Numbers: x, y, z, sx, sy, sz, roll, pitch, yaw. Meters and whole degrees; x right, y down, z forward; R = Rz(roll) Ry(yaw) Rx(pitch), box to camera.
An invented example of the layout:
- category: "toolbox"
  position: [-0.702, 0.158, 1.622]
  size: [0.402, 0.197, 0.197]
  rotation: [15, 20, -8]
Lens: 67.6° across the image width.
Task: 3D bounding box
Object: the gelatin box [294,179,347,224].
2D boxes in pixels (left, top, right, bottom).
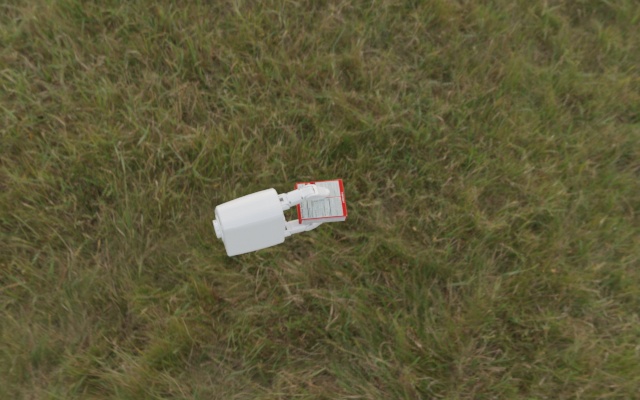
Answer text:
- category: "gelatin box"
  position: [0.001, 0.003, 0.876]
  size: [0.089, 0.073, 0.030]
  rotation: [-5, -21, -6]
